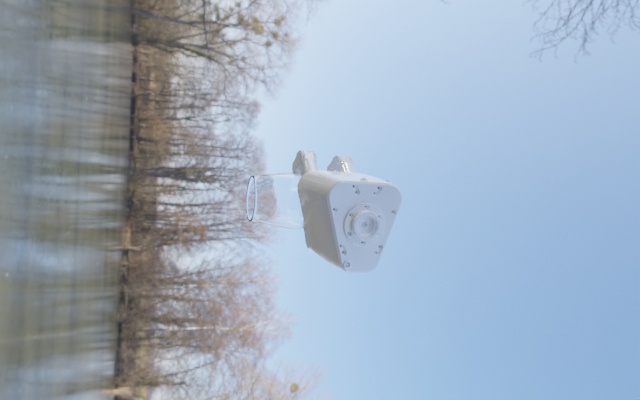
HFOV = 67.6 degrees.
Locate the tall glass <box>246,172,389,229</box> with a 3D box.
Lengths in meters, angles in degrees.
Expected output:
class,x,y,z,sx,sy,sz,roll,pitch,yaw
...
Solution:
class,x,y,z,sx,sy,sz,roll,pitch,yaw
tall glass,0.001,0.002,0.671,0.201,0.079,0.079,3,-1,-19
